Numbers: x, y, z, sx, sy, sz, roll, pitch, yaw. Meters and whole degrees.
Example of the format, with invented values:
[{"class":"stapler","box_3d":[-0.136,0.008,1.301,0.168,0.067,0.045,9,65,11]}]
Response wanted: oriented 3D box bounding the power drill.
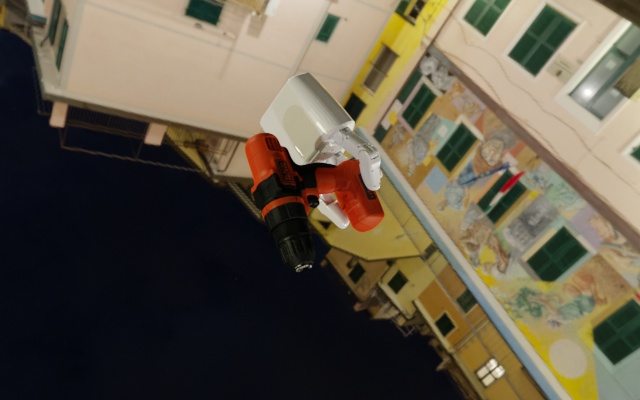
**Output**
[{"class":"power drill","box_3d":[0.000,0.002,0.622,0.187,0.184,0.057,5,-32,-46]}]
